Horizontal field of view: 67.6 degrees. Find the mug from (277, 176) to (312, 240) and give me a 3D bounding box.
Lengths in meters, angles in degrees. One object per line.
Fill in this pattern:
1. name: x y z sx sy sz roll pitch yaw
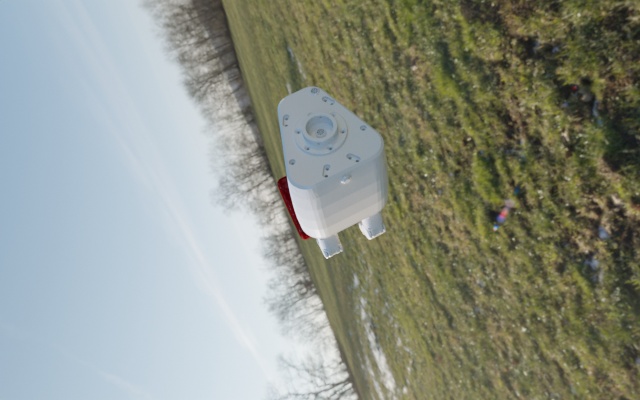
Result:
1. mug: 0.000 0.003 0.596 0.081 0.093 0.117 -24 -29 -5
